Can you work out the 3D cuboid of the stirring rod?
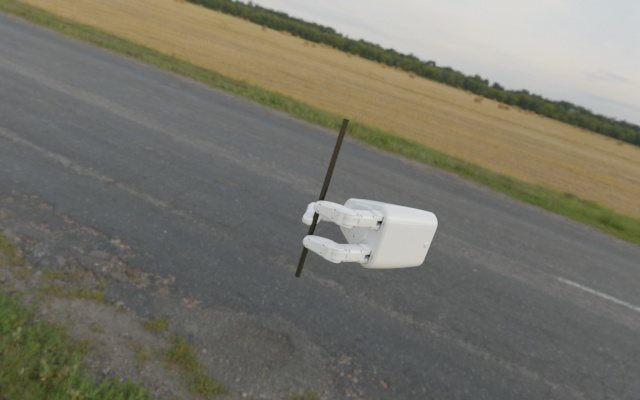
[{"bbox_3d":[0.000,0.002,0.670,0.011,0.239,0.011,16,18,-5],"label":"stirring rod"}]
